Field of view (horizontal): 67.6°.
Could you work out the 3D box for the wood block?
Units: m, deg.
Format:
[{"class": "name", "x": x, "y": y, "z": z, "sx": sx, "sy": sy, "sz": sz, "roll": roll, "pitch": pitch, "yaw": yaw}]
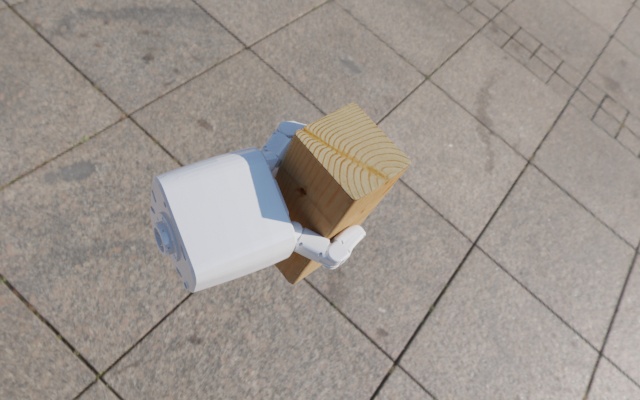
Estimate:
[{"class": "wood block", "x": 0.000, "y": 0.002, "z": 0.541, "sx": 0.090, "sy": 0.091, "sz": 0.206, "roll": -33, "pitch": -14, "yaw": -34}]
